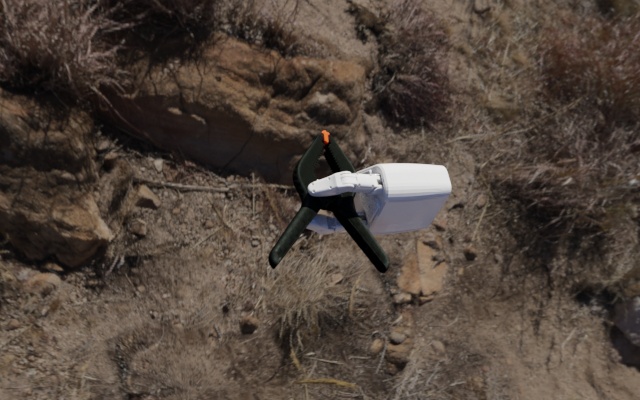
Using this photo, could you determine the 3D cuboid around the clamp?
[{"bbox_3d":[0.001,0.001,0.649,0.164,0.210,0.036,-1,-22,-22],"label":"clamp"}]
